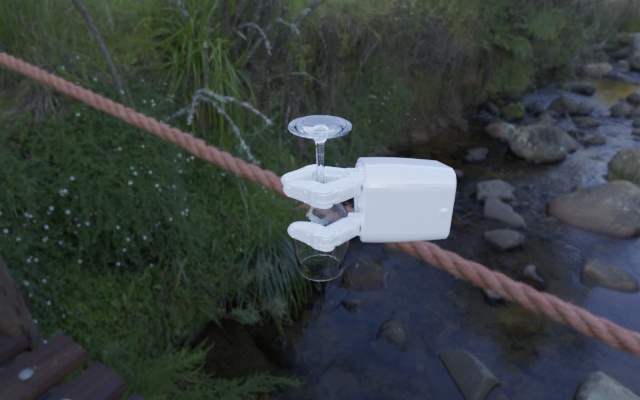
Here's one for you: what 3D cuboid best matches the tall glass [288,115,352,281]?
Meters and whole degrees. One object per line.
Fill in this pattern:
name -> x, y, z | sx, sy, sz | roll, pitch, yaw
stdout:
tall glass -> 0.000, 0.001, 0.595 | 0.079, 0.201, 0.079 | 0, 28, 0
